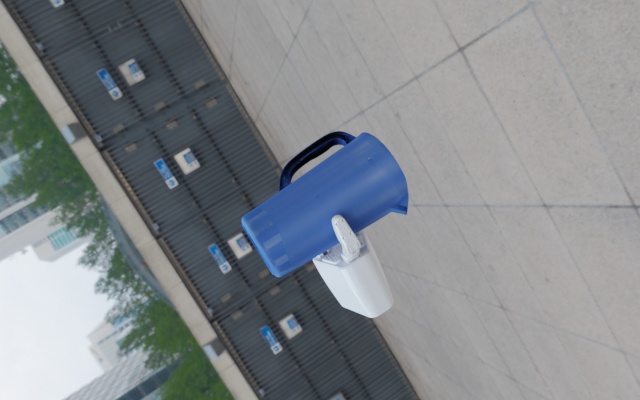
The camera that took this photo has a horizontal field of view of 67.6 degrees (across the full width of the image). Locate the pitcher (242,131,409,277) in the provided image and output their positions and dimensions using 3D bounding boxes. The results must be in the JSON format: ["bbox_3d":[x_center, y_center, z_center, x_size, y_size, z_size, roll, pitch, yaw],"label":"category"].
[{"bbox_3d":[0.000,0.003,0.741,0.243,0.145,0.149,-32,20,-10],"label":"pitcher"}]
